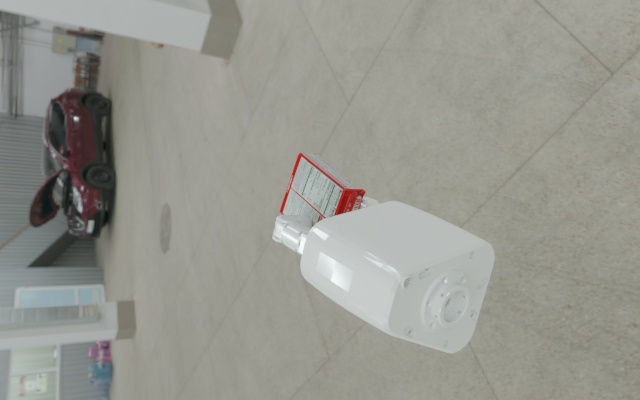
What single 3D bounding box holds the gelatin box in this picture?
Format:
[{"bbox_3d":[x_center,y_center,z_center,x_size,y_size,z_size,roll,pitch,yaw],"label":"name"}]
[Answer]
[{"bbox_3d":[0.000,0.001,0.495,0.030,0.073,0.089,0,28,-40],"label":"gelatin box"}]
